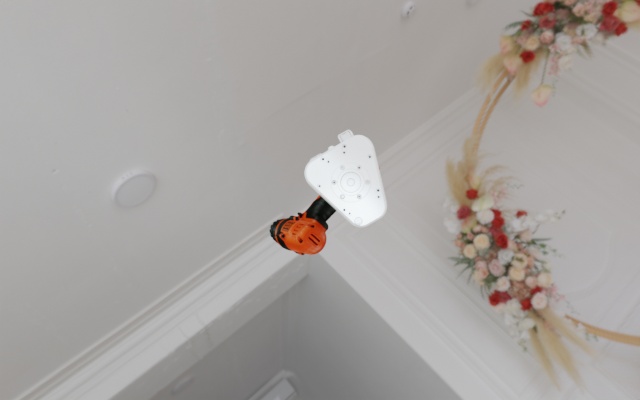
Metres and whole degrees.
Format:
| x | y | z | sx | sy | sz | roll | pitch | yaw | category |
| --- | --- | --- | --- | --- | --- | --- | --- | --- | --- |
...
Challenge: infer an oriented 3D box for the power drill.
| x | y | z | sx | sy | sz | roll | pitch | yaw | category |
| --- | --- | --- | --- | --- | --- | --- | --- | --- | --- |
| 0.000 | 0.002 | 0.764 | 0.057 | 0.187 | 0.184 | 41 | -13 | -19 | power drill |
